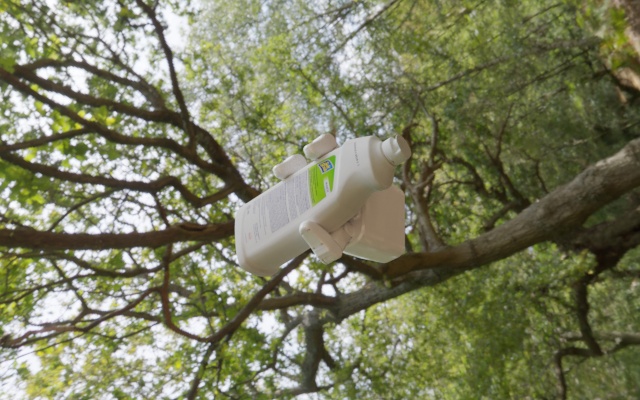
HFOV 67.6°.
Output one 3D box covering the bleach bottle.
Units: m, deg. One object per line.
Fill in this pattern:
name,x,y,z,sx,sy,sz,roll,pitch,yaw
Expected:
bleach bottle,0.000,0.002,0.582,0.251,0.102,0.068,-30,-36,31
